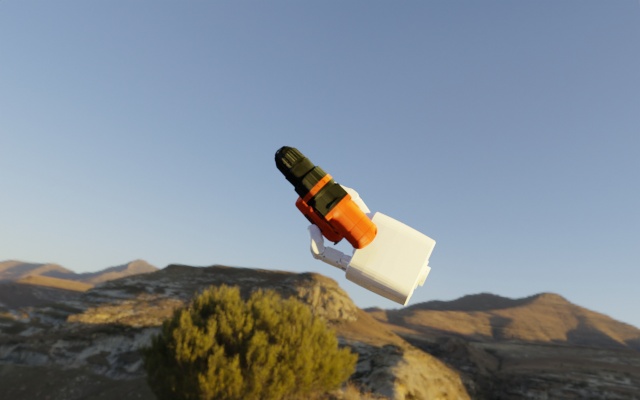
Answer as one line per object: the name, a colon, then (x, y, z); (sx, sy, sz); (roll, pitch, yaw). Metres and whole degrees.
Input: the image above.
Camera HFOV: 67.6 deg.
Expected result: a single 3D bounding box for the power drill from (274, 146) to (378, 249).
power drill: (0.000, 0.003, 0.739); (0.057, 0.184, 0.187); (-43, -2, -6)
